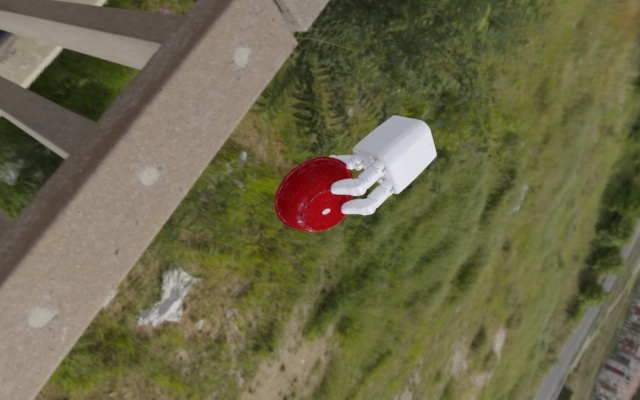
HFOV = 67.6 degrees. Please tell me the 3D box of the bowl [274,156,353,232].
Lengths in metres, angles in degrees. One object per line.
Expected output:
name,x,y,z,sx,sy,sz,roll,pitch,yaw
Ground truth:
bowl,-0.001,0.004,0.869,0.162,0.162,0.055,0,35,-30
